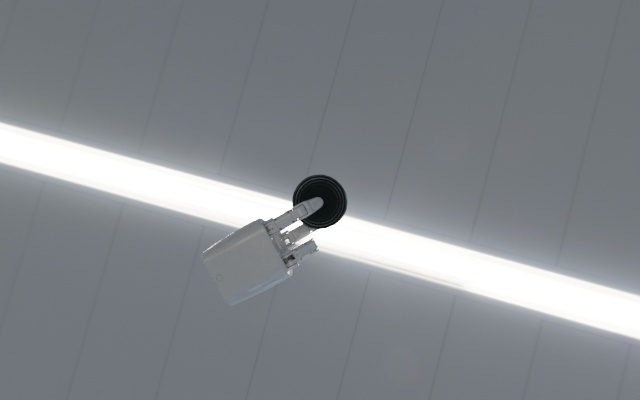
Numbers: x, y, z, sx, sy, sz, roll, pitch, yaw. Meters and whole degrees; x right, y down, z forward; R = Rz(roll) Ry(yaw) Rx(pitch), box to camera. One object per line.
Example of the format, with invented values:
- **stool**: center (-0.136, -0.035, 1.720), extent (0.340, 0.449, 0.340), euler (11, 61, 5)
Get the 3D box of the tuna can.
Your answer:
- **tuna can**: center (0.000, 0.002, 0.759), extent (0.086, 0.086, 0.034), euler (0, -1, 8)
